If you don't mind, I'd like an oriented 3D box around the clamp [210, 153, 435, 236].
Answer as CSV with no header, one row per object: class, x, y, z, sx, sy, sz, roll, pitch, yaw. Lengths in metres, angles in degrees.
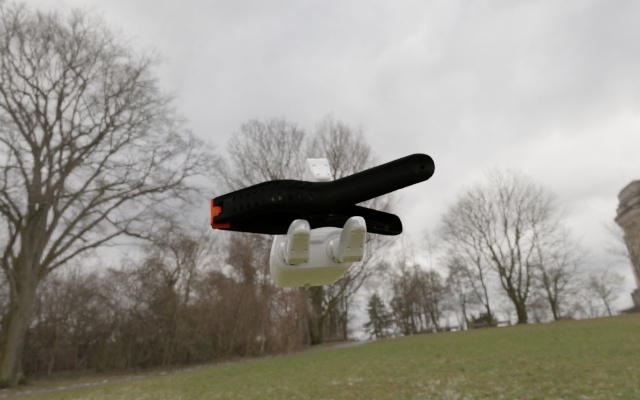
clamp,-0.001,0.001,0.460,0.210,0.036,0.165,-1,-24,-9
